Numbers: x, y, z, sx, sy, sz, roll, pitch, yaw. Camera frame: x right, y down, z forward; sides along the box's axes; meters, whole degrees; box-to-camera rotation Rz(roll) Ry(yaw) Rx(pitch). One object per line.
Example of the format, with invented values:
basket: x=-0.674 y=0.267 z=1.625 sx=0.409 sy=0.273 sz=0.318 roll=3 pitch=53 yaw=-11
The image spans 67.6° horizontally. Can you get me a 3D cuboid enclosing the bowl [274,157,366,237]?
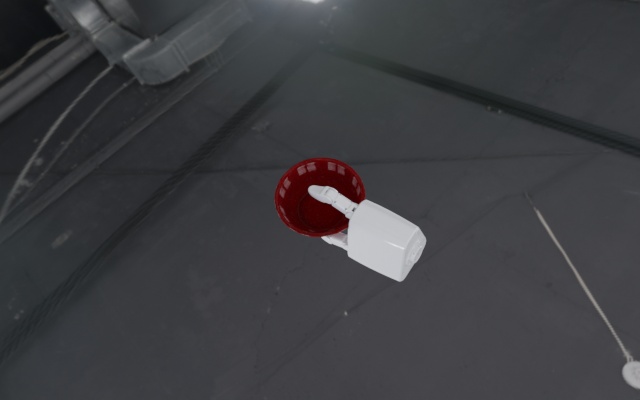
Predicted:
bowl: x=-0.001 y=0.002 z=0.869 sx=0.162 sy=0.162 sz=0.055 roll=0 pitch=-28 yaw=4
